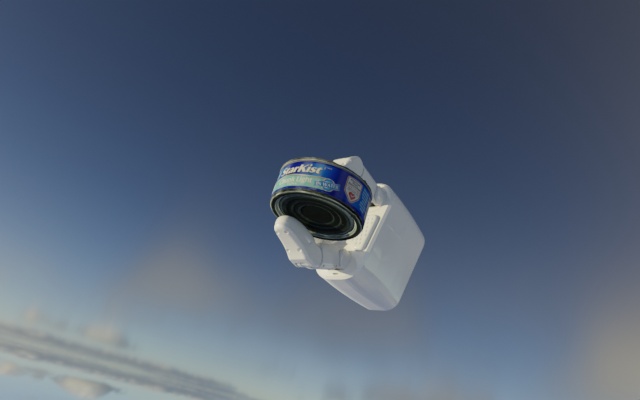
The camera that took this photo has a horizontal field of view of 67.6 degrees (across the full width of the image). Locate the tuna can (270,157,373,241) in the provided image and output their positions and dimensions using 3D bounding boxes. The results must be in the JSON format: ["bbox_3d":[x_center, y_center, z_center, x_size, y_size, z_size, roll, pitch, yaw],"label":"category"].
[{"bbox_3d":[0.000,0.002,0.417,0.086,0.033,0.086,14,-28,8],"label":"tuna can"}]
